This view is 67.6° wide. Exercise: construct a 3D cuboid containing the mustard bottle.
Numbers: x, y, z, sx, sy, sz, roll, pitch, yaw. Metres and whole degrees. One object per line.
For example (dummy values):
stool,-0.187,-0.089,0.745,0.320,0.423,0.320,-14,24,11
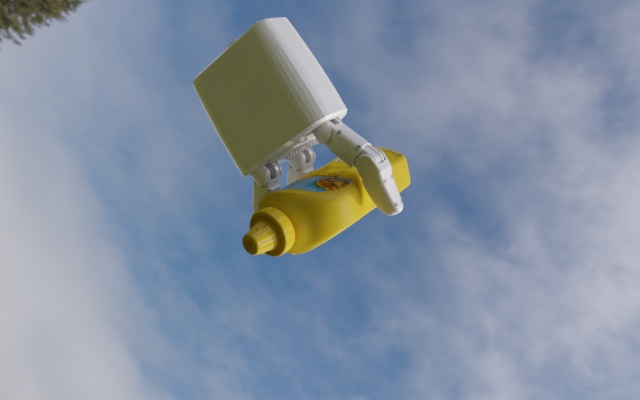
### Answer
mustard bottle,0.000,0.002,0.446,0.096,0.058,0.191,0,20,39
